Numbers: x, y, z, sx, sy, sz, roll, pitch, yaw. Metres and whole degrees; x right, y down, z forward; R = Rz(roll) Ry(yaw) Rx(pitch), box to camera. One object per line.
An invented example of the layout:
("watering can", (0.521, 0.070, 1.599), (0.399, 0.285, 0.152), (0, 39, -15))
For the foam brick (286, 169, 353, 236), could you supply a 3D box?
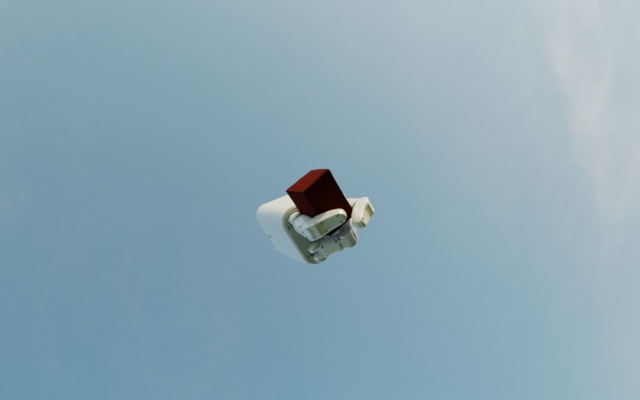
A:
("foam brick", (0.000, 0.002, 0.657), (0.053, 0.078, 0.051), (-40, 22, -21))
